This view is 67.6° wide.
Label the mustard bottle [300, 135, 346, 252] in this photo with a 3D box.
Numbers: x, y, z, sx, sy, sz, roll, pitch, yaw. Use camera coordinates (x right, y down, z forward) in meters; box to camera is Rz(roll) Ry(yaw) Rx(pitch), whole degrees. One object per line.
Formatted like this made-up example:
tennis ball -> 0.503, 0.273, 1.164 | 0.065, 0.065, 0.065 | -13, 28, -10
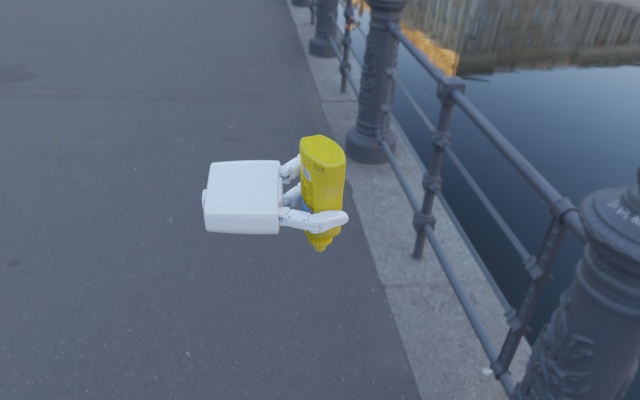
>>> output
mustard bottle -> 0.000, 0.002, 0.742 | 0.058, 0.192, 0.096 | -14, 38, -21
